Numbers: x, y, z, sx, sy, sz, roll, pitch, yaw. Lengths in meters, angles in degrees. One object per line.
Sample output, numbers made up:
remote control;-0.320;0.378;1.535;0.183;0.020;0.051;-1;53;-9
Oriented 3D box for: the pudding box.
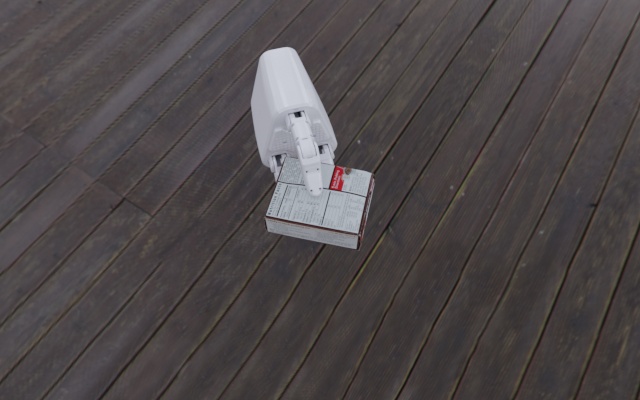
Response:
pudding box;0.000;0.002;0.553;0.113;0.090;0.039;10;-31;9
